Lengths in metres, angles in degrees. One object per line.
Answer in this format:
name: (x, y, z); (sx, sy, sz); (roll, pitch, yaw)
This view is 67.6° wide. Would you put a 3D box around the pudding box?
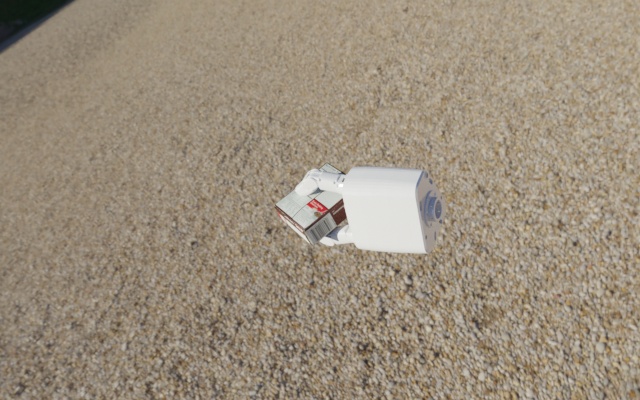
pudding box: (0.000, 0.002, 0.711); (0.113, 0.039, 0.090); (-38, 41, -14)
